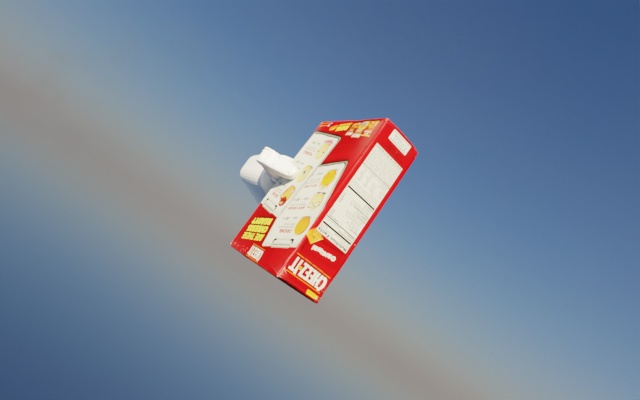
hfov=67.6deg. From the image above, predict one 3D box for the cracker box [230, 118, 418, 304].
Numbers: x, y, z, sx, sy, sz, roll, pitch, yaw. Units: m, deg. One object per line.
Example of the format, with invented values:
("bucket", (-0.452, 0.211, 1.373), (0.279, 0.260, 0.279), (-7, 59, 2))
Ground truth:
("cracker box", (0.000, 0.002, 0.590), (0.072, 0.213, 0.164), (40, -12, -26))
